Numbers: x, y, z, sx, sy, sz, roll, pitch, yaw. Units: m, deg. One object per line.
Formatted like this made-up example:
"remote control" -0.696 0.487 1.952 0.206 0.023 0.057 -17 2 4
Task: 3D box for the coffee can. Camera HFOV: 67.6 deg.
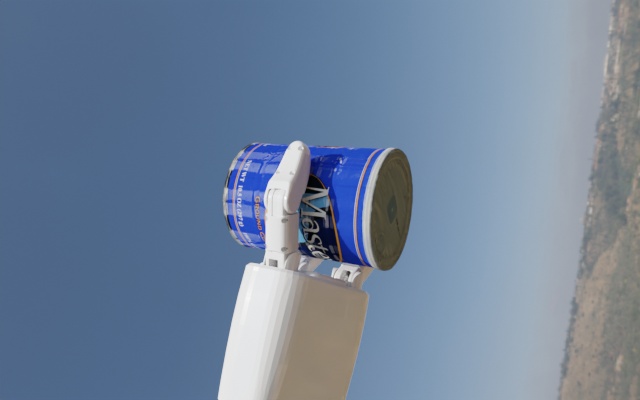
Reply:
"coffee can" 0.000 0.001 0.430 0.140 0.103 0.103 6 3 28
